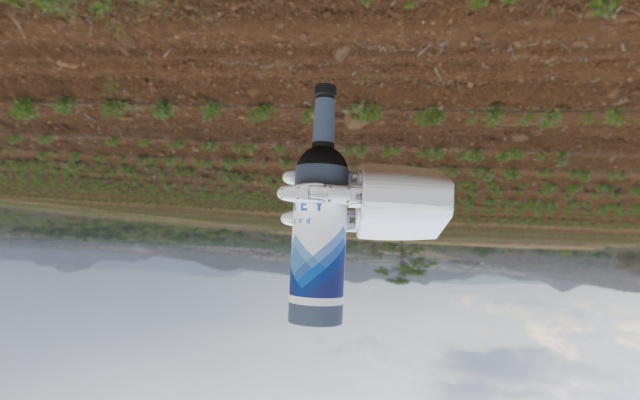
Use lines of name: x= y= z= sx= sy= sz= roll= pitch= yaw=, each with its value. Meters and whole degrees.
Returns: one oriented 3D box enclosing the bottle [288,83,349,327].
bottle: x=0.000 y=0.002 z=0.592 sx=0.069 sy=0.295 sz=0.069 roll=3 pitch=-4 yaw=0
